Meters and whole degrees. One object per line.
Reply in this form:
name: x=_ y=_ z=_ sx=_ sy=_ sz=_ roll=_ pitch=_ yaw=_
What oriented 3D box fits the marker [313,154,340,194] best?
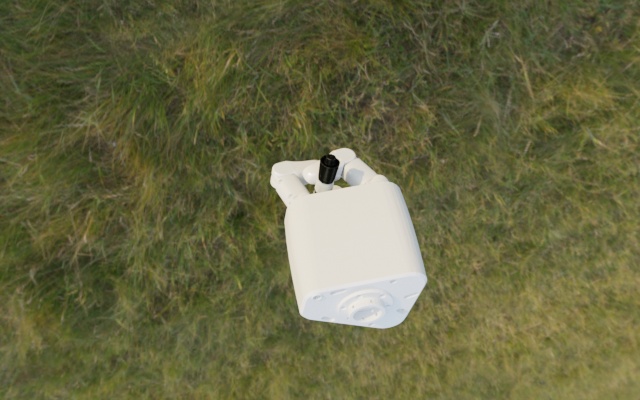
marker: x=0.000 y=0.002 z=0.478 sx=0.020 sy=0.020 sz=0.121 roll=0 pitch=-43 yaw=-13
